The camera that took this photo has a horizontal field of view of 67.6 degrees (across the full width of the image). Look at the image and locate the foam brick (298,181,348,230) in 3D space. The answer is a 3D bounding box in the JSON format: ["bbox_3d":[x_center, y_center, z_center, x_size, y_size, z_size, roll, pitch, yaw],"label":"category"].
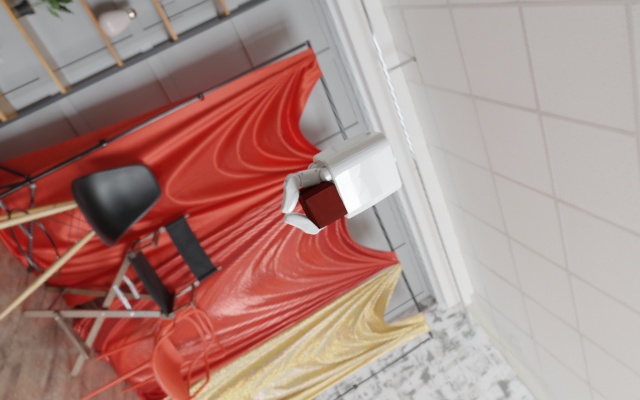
[{"bbox_3d":[0.000,0.003,0.729,0.051,0.053,0.078,-28,17,-8],"label":"foam brick"}]
